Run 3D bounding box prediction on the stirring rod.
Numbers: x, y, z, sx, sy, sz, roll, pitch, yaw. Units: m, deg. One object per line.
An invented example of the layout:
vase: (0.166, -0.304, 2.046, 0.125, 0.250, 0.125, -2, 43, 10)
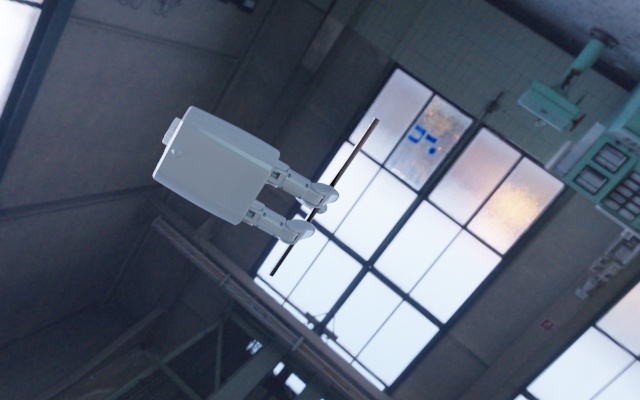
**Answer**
stirring rod: (0.000, 0.002, 0.580, 0.011, 0.239, 0.011, 30, 19, -12)
